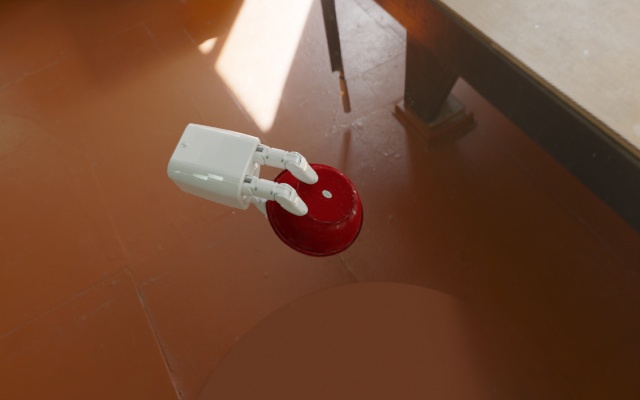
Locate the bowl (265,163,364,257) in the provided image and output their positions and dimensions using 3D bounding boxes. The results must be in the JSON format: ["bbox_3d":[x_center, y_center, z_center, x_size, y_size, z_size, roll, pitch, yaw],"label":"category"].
[{"bbox_3d":[0.002,0.002,0.734,0.162,0.162,0.055,0,-24,-19],"label":"bowl"}]
